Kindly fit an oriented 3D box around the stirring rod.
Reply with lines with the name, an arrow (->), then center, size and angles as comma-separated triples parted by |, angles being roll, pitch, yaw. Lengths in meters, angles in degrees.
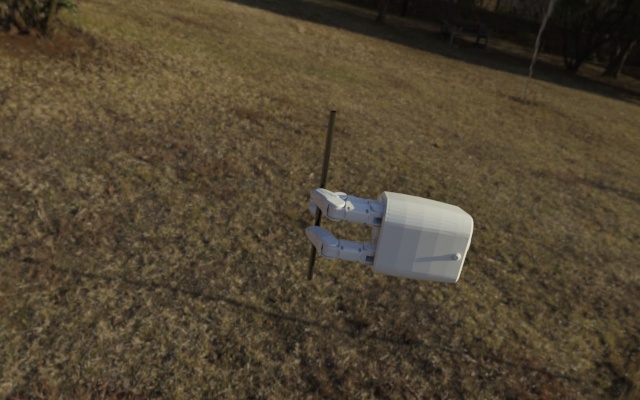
stirring rod -> 0.000, 0.002, 0.618 | 0.011, 0.240, 0.011 | 6, 26, -3
